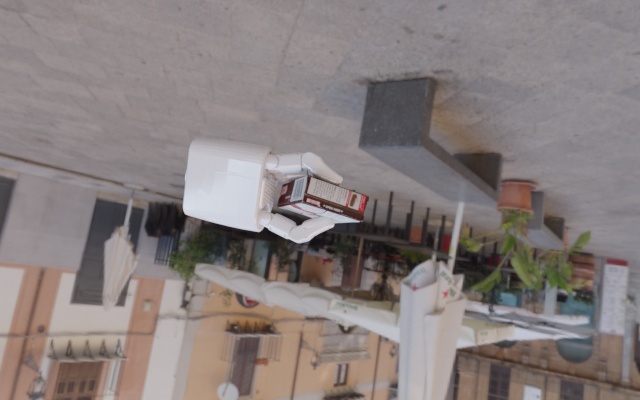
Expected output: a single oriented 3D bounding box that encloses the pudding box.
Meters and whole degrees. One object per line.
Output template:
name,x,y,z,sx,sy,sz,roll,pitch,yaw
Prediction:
pudding box,0.000,0.002,0.646,0.090,0.039,0.113,17,-9,-19
